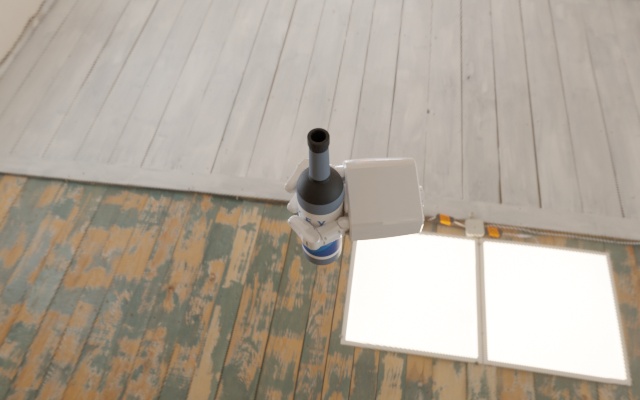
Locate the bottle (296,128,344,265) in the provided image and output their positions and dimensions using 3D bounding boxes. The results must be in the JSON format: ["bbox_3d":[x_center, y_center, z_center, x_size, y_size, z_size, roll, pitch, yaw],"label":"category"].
[{"bbox_3d":[0.000,0.002,0.691,0.069,0.069,0.296,0,-32,1],"label":"bottle"}]
